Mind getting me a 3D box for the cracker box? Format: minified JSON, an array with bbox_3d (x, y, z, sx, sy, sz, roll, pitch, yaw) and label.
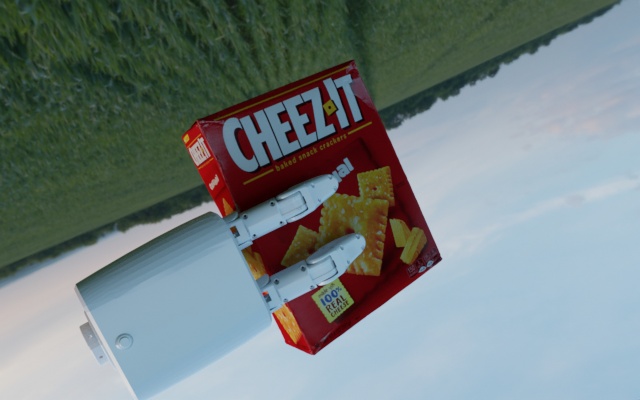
[{"bbox_3d":[0.000,0.002,0.437,0.164,0.214,0.072,-28,8,-26],"label":"cracker box"}]
